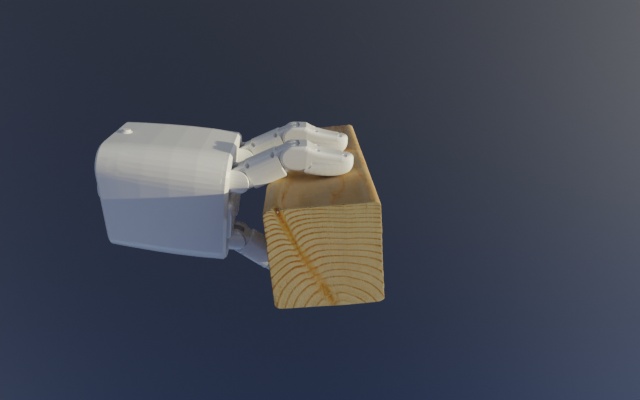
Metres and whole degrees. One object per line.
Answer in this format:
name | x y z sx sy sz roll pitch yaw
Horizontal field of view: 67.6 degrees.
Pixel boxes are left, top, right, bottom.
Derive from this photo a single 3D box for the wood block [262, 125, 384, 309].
wood block | 0.000 0.002 0.456 0.090 0.091 0.206 -4 25 0
